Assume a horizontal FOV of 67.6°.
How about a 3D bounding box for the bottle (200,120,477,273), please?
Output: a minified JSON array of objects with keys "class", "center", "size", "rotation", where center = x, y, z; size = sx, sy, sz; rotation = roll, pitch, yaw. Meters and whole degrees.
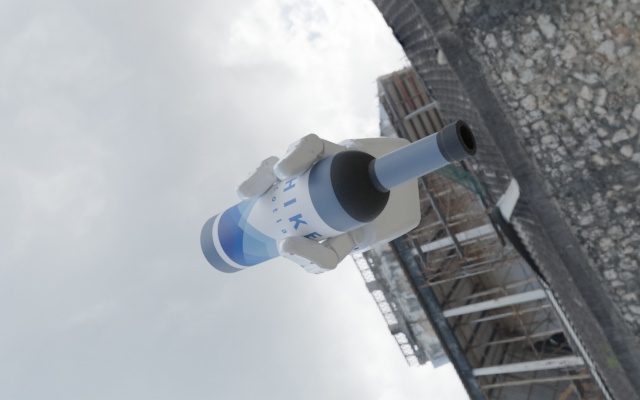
[{"class":"bottle","center":[0.000,0.002,0.431],"size":[0.296,0.069,0.069],"rotation":[-24,-16,39]}]
